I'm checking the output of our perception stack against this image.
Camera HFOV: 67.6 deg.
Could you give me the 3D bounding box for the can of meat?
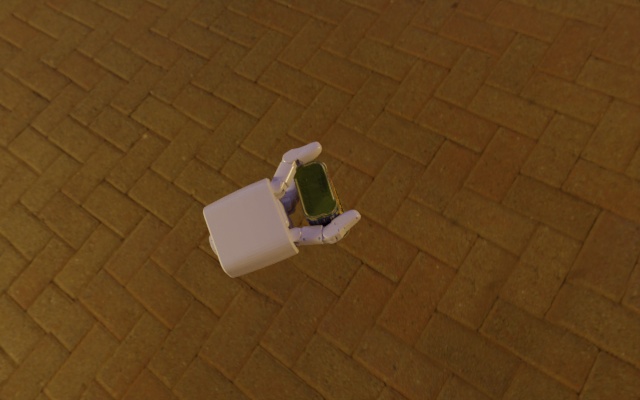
[{"bbox_3d":[0.000,0.002,0.720,0.057,0.102,0.084,-20,-31,4],"label":"can of meat"}]
